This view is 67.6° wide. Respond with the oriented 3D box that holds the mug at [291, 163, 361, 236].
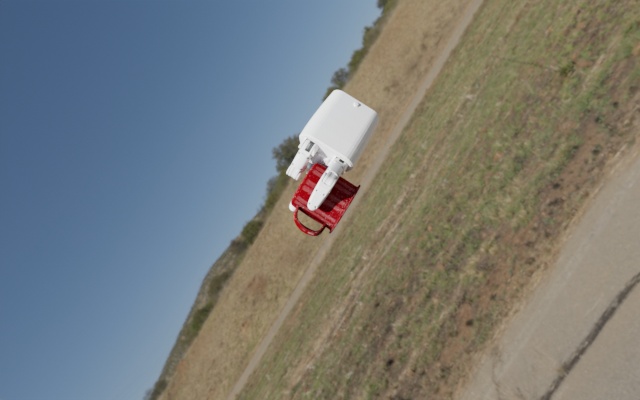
[{"bbox_3d":[-0.001,0.004,0.764,0.081,0.117,0.093,32,-22,1],"label":"mug"}]
